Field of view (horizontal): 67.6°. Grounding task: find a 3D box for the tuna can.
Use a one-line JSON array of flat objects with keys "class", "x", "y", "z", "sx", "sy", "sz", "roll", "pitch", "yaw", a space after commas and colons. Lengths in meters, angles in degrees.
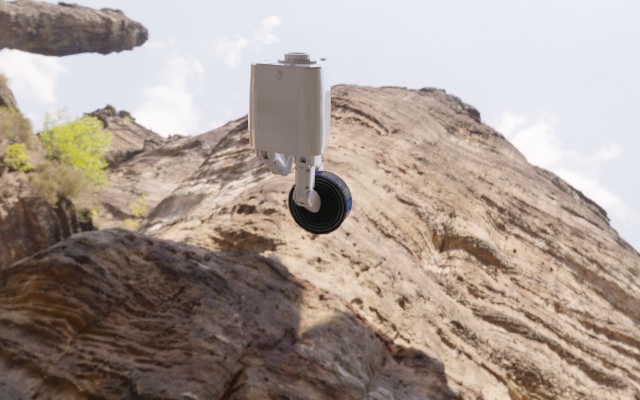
[{"class": "tuna can", "x": 0.000, "y": 0.002, "z": 0.666, "sx": 0.086, "sy": 0.086, "sz": 0.033, "roll": 0, "pitch": 18, "yaw": 21}]
